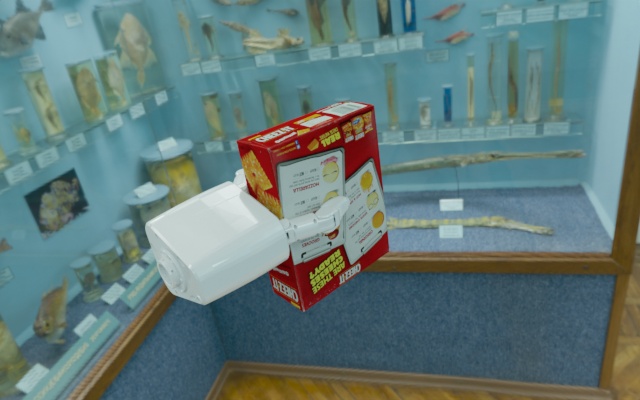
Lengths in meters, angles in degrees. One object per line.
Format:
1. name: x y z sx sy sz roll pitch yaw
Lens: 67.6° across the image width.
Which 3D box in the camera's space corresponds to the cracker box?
1. cracker box: 0.000 0.002 0.596 0.164 0.214 0.072 -29 32 -33
